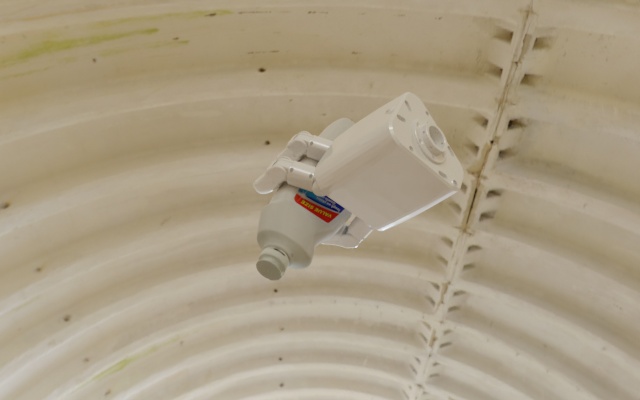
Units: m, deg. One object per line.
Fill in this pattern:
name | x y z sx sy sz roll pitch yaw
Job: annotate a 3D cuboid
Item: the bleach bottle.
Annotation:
bleach bottle | 0.000 0.002 0.568 0.068 0.102 0.250 -32 18 41
